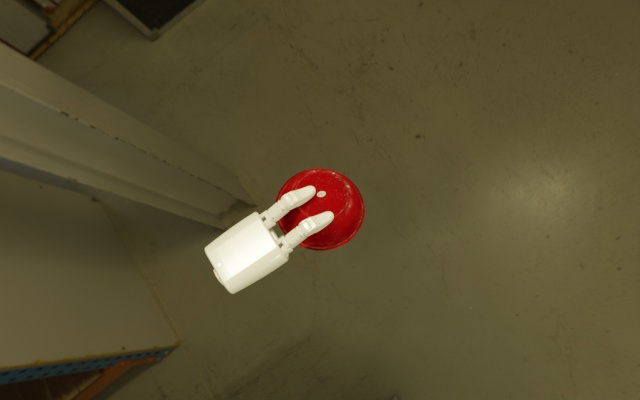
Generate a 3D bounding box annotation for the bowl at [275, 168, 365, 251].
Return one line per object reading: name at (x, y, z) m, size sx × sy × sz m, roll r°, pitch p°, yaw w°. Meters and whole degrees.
bowl at (0.001, 0.002, 0.830) m, size 0.162 × 0.162 × 0.055 m, roll 0°, pitch -26°, yaw -3°
